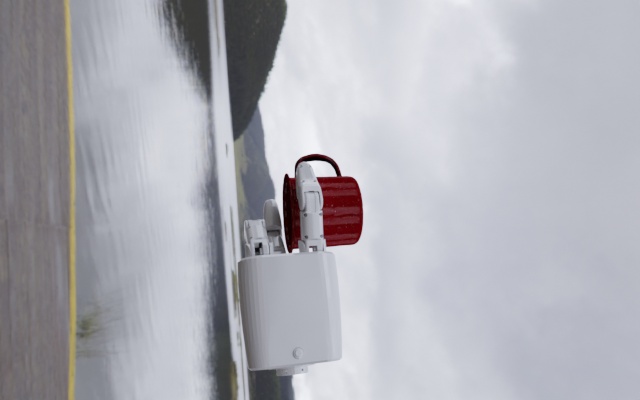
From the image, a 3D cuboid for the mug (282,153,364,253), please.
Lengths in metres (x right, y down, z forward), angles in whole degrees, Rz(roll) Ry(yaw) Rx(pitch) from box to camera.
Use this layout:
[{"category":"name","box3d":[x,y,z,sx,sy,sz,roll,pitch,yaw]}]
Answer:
[{"category":"mug","box3d":[0.000,0.000,0.557,0.081,0.117,0.093,-3,-15,-10]}]
